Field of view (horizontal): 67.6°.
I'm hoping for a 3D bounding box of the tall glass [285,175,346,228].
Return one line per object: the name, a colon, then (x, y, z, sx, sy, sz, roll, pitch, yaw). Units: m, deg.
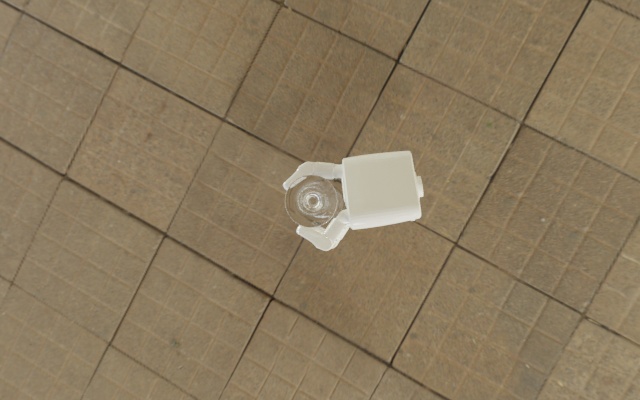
tall glass: (0.000, 0.002, 0.761, 0.079, 0.079, 0.201, 0, -1, 7)
